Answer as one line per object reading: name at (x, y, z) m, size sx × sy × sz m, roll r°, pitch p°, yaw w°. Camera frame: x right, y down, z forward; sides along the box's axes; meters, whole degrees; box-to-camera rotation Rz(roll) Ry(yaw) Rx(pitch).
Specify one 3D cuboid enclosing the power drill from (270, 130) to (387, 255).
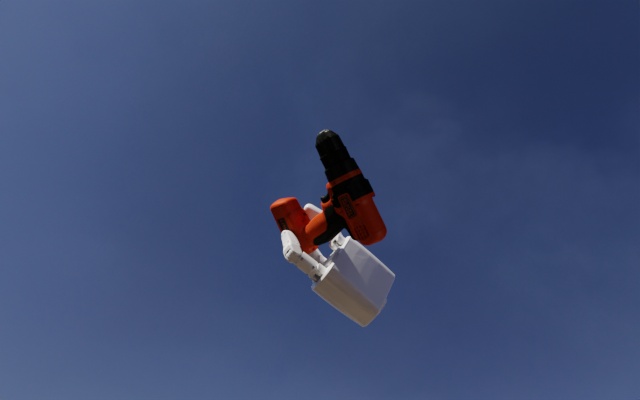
power drill at (0.000, 0.003, 0.758) m, size 0.057 × 0.184 × 0.188 m, roll -22°, pitch -4°, yaw -44°
